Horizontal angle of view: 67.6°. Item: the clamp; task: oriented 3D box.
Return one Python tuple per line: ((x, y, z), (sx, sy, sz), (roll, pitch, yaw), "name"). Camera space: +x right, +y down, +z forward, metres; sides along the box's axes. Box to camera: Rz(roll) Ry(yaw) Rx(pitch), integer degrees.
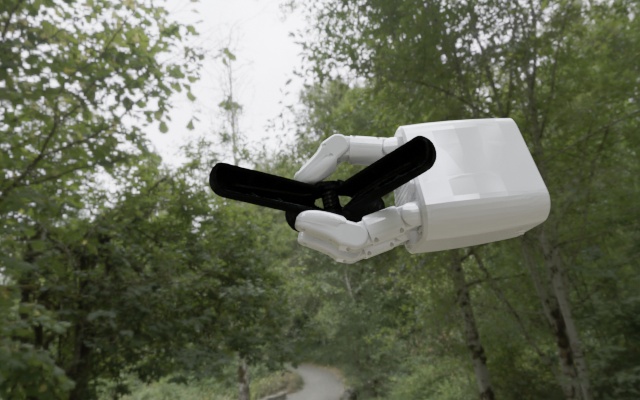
((0.000, 0.001, 0.425), (0.164, 0.036, 0.210), (-4, -18, -2), "clamp")
